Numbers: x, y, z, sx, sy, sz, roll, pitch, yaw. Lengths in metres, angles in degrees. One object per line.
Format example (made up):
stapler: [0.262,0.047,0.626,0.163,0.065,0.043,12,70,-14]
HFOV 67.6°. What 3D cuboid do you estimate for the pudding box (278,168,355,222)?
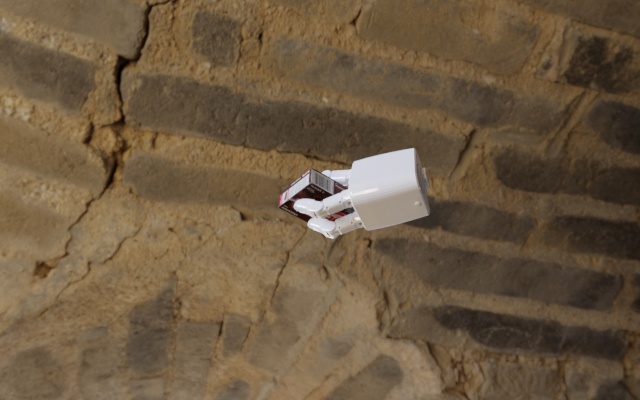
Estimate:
pudding box: [0.000,0.002,0.804,0.113,0.039,0.090,30,-46,-27]
